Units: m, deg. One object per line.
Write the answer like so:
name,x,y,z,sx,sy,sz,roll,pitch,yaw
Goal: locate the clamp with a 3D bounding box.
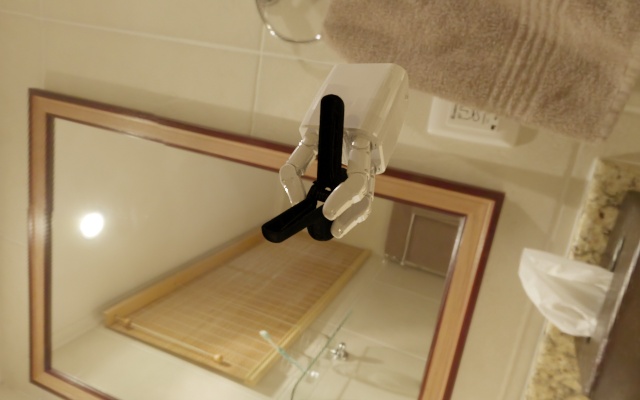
clamp,0.000,0.002,0.553,0.036,0.164,0.210,20,-20,21
